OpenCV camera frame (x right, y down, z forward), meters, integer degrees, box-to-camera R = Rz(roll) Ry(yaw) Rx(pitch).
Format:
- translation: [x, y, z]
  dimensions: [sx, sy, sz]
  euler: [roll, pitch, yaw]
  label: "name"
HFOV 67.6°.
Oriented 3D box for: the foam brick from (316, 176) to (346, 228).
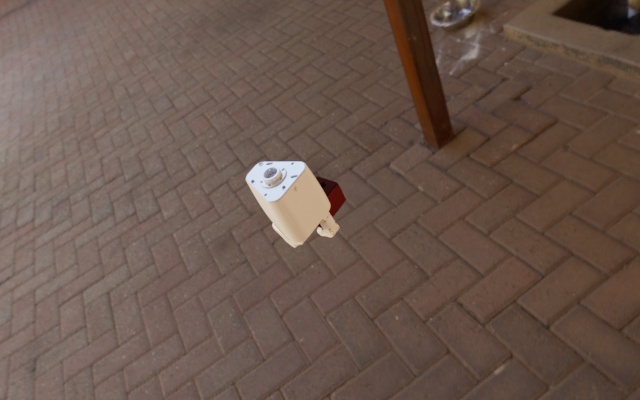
- translation: [0.000, 0.003, 0.888]
  dimensions: [0.053, 0.078, 0.051]
  euler: [19, -29, 39]
  label: "foam brick"
